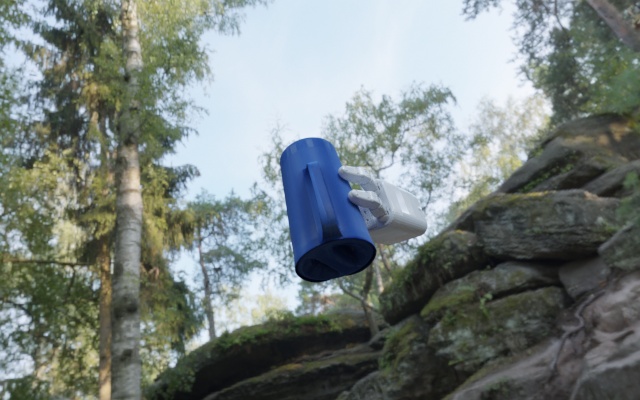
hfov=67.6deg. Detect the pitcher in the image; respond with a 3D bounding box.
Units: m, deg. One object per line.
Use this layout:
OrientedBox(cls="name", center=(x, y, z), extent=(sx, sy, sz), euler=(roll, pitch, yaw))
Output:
OrientedBox(cls="pitcher", center=(0.000, 0.003, 0.816), extent=(0.145, 0.242, 0.149), euler=(16, -46, -36))
